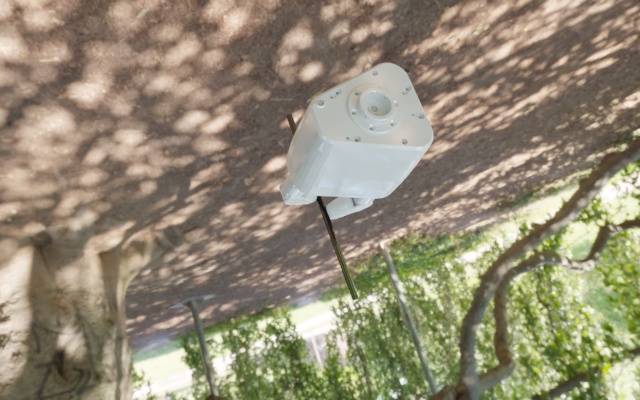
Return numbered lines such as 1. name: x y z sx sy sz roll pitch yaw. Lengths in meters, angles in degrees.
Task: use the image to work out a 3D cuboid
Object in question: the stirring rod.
1. stirring rod: 0.000 0.002 0.566 0.011 0.239 0.011 -18 -16 -6
